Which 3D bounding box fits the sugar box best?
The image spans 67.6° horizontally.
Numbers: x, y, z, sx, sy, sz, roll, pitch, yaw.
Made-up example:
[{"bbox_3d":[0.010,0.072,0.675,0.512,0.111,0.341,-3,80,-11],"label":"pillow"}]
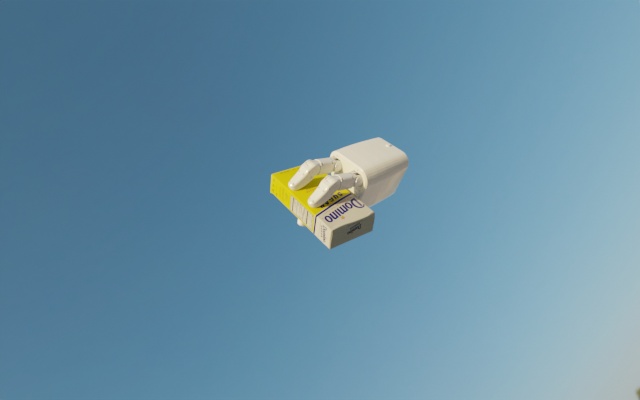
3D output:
[{"bbox_3d":[0.000,0.002,0.803,0.093,0.048,0.176,-21,42,-32],"label":"sugar box"}]
